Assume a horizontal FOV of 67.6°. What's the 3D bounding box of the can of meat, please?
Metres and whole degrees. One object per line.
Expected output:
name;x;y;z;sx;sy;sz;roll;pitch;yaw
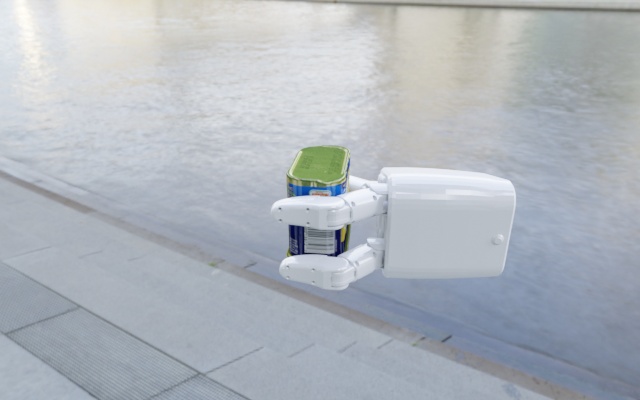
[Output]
can of meat;0.000;0.001;0.453;0.057;0.084;0.102;3;25;6
